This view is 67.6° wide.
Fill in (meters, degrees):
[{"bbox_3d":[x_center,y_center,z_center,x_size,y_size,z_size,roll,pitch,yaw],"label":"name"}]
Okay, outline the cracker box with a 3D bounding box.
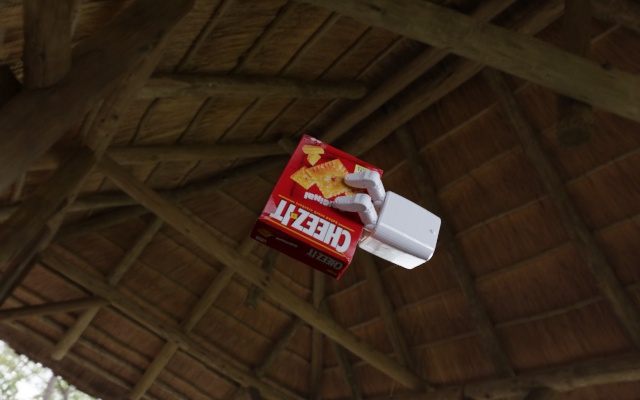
[{"bbox_3d":[0.000,0.003,0.826,0.164,0.213,0.072,26,-38,-2],"label":"cracker box"}]
